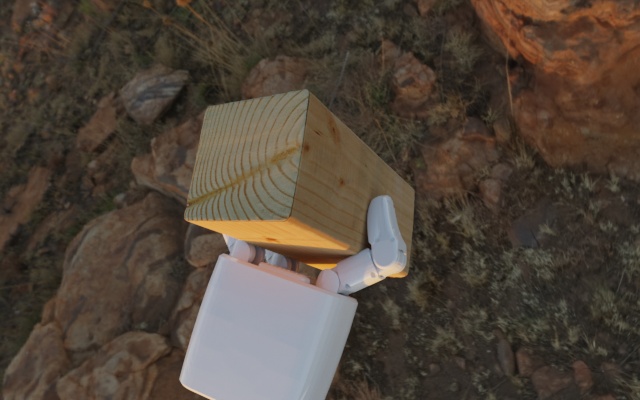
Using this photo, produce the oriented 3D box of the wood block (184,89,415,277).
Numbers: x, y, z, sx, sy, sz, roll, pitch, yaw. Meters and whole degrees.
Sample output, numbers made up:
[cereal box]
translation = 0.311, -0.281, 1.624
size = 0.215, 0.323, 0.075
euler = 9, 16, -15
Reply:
[wood block]
translation = 0.000, 0.002, 0.400
size = 0.091, 0.090, 0.206
euler = -1, -18, 30
